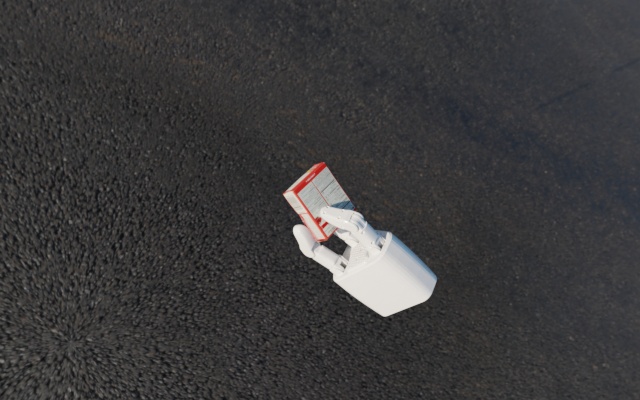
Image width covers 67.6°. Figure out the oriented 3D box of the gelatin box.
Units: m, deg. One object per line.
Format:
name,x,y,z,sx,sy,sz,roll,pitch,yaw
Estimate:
gelatin box,0.000,0.002,0.683,0.073,0.089,0.030,-45,18,-32
